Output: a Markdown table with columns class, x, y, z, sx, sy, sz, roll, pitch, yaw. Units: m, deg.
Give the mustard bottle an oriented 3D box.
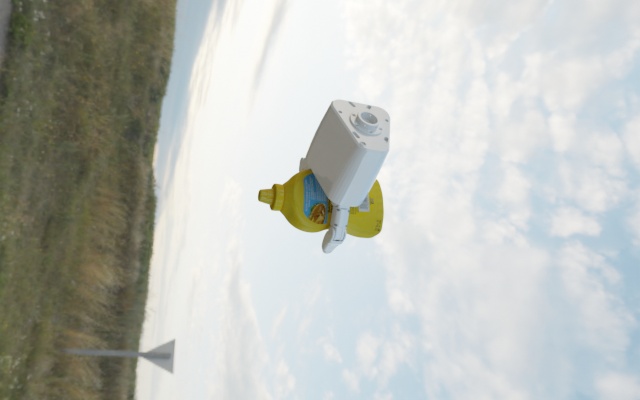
| class | x | y | z | sx | sy | sz | roll | pitch | yaw |
| --- | --- | --- | --- | --- | --- | --- | --- | --- | --- |
| mustard bottle | 0.000 | 0.003 | 0.727 | 0.191 | 0.096 | 0.058 | 6 | -19 | -20 |
